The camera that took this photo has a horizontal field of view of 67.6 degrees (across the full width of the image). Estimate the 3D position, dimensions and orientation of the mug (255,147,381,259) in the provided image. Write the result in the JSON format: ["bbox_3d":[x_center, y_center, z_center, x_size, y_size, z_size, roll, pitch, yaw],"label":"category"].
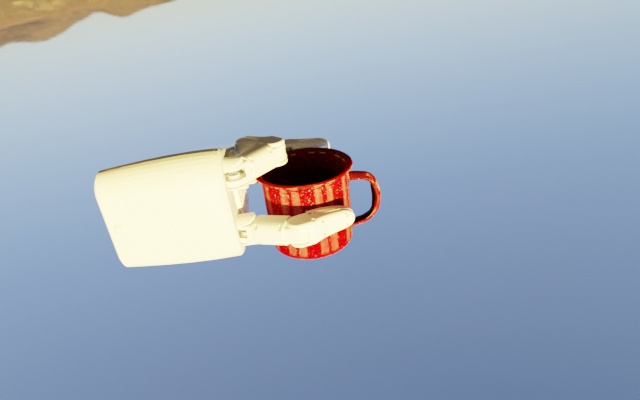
[{"bbox_3d":[0.002,0.001,0.465,0.117,0.081,0.093,-7,27,0],"label":"mug"}]
